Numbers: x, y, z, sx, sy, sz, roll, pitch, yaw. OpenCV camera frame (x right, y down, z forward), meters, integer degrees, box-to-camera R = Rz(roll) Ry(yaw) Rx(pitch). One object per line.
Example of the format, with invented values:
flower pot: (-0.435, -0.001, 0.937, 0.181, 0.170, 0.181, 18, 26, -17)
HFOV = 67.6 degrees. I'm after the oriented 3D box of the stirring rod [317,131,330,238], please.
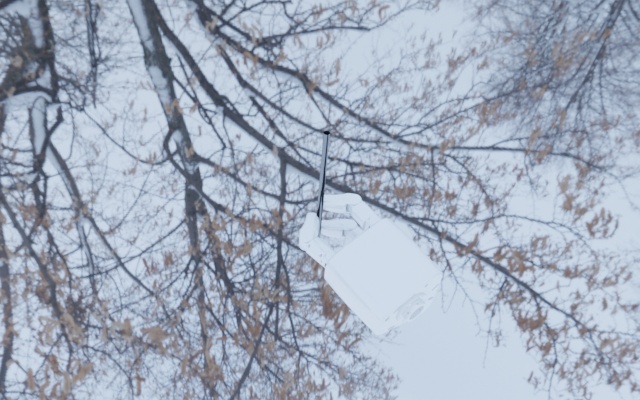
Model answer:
stirring rod: (0.000, 0.002, 0.661, 0.011, 0.011, 0.240, 0, -44, -5)
